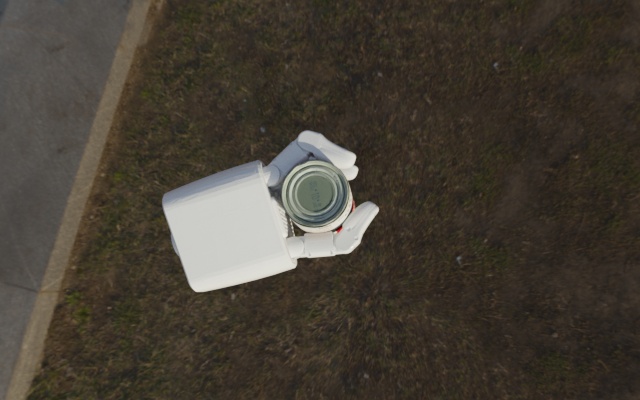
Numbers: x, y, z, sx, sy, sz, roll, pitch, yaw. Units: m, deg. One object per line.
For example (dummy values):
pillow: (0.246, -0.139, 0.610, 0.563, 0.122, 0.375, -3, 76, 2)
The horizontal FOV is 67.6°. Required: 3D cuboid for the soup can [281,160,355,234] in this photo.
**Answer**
soup can: (0.001, 0.002, 0.497, 0.068, 0.068, 0.102, 0, -10, 7)
